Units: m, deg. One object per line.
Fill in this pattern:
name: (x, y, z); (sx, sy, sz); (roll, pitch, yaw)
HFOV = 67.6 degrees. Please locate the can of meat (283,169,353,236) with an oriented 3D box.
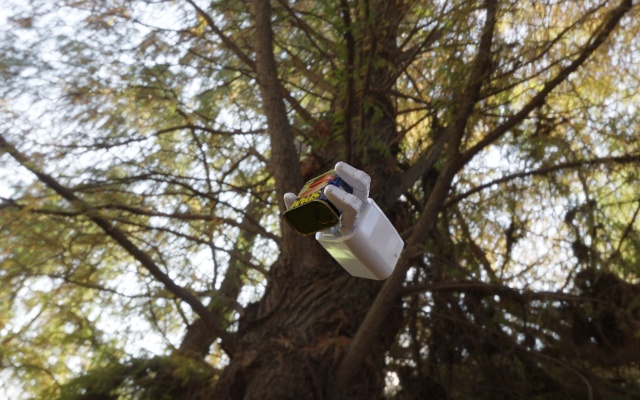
can of meat: (0.000, 0.002, 0.779); (0.102, 0.057, 0.084); (-22, 27, 44)
